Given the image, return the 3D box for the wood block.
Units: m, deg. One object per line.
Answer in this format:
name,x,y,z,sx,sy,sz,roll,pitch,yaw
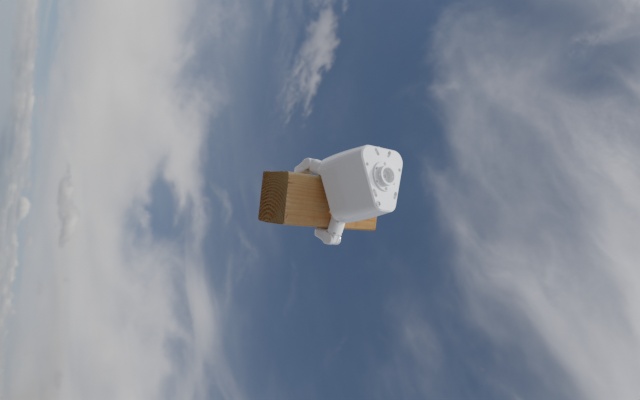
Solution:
wood block,0.000,0.003,0.876,0.206,0.091,0.090,7,-1,-36
